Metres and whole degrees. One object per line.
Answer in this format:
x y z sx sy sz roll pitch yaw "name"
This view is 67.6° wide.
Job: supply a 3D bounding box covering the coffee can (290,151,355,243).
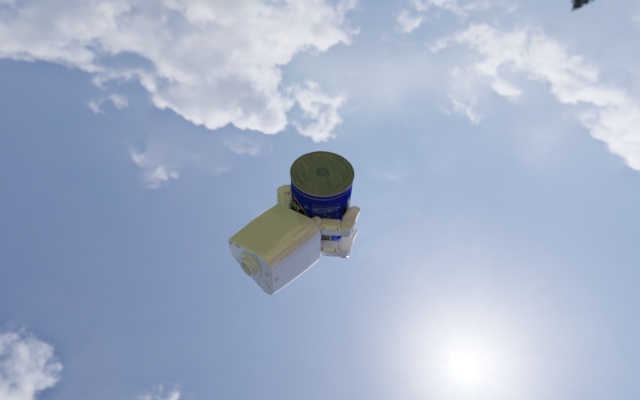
0.000 0.002 0.805 0.103 0.102 0.140 0 -44 -3 "coffee can"
